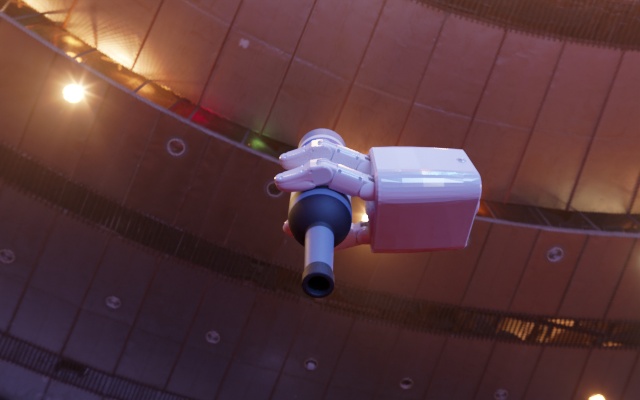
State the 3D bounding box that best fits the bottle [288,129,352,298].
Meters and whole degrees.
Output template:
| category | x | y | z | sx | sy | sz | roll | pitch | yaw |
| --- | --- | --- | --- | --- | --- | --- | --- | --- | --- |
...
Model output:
| category | x | y | z | sx | sy | sz | roll | pitch | yaw |
| --- | --- | --- | --- | --- | --- | --- | --- | --- | --- |
| bottle | 0.000 | 0.002 | 0.525 | 0.069 | 0.069 | 0.295 | 0 | 28 | 1 |
